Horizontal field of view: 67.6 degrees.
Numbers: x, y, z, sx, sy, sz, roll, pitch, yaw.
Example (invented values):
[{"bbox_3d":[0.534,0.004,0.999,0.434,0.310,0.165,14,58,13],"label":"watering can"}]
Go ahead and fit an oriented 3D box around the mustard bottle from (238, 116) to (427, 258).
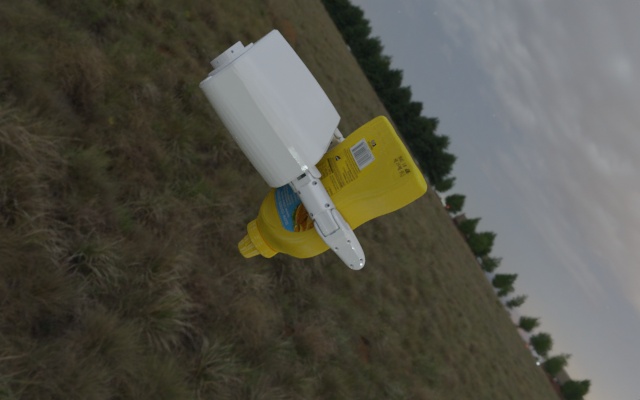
[{"bbox_3d":[0.000,0.002,0.464,0.191,0.096,0.058,-32,-45,12],"label":"mustard bottle"}]
